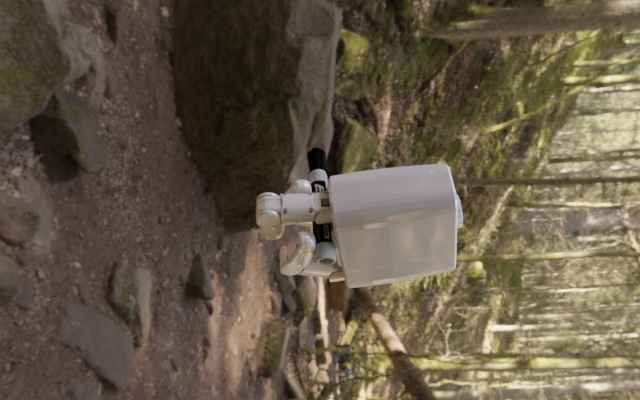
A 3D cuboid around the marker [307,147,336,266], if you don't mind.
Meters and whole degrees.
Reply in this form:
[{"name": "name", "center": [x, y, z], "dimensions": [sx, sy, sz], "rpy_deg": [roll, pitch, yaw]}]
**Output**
[{"name": "marker", "center": [0.000, 0.001, 0.445], "dimensions": [0.020, 0.121, 0.020], "rpy_deg": [-4, -30, -2]}]
